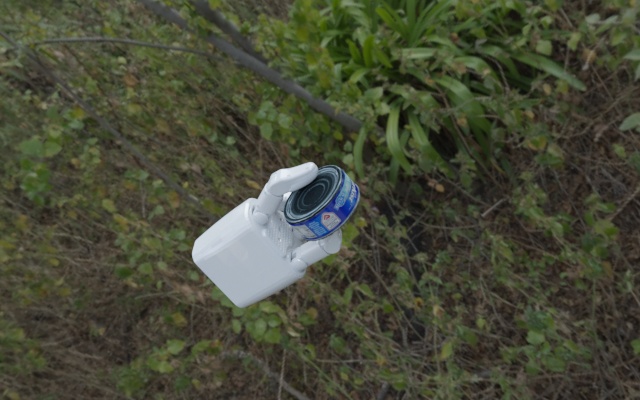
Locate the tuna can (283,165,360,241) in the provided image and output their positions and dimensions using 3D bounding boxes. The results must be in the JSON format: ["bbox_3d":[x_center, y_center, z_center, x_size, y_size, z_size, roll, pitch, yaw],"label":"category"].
[{"bbox_3d":[0.000,0.001,0.534,0.086,0.086,0.034,0,-40,52],"label":"tuna can"}]
